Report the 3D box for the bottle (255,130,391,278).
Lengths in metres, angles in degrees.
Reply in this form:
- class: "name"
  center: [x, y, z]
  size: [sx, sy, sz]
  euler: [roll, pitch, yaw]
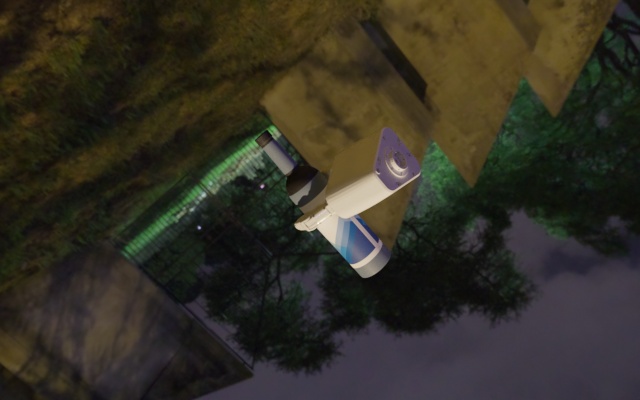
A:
- class: "bottle"
  center: [0.000, 0.003, 0.795]
  size: [0.069, 0.296, 0.069]
  euler: [-39, 13, 11]
